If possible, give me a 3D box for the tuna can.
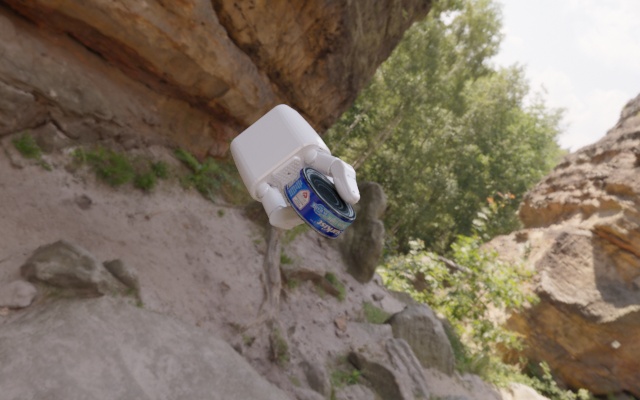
[{"bbox_3d":[0.001,0.001,0.550,0.034,0.086,0.086,-44,-16,16],"label":"tuna can"}]
